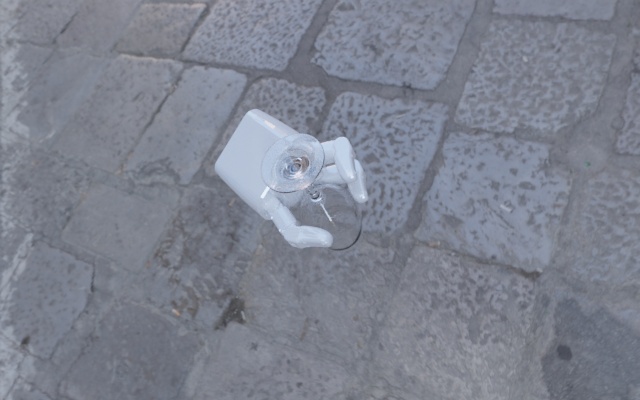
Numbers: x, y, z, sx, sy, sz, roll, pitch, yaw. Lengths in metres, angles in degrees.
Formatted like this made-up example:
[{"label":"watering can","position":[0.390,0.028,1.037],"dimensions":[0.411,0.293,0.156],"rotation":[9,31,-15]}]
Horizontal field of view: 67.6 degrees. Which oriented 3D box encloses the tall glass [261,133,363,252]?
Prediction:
[{"label":"tall glass","position":[0.000,0.002,0.598],"dimensions":[0.079,0.079,0.201],"rotation":[0,-26,21]}]
